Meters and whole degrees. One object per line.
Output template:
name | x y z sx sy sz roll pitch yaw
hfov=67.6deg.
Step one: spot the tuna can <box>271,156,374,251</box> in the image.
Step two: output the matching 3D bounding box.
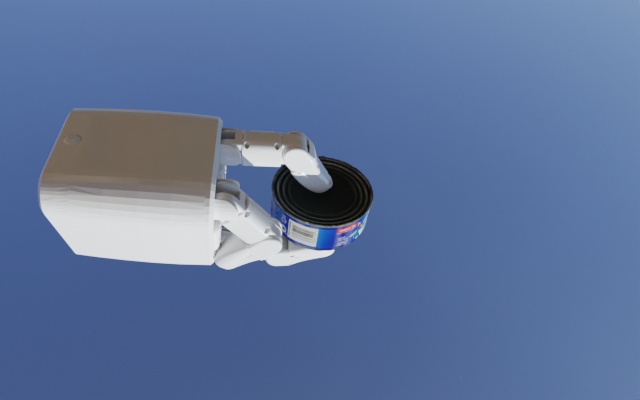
tuna can | 0.000 0.002 0.411 0.086 0.034 0.086 5 44 -5
